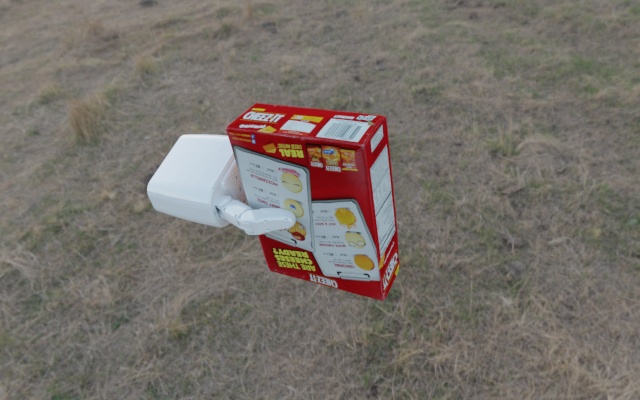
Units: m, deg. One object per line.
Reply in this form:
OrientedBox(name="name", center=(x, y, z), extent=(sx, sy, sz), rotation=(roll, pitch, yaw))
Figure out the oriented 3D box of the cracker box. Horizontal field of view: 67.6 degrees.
OrientedBox(name="cracker box", center=(0.000, 0.002, 0.548), extent=(0.164, 0.214, 0.072), rotation=(10, 42, 27))
